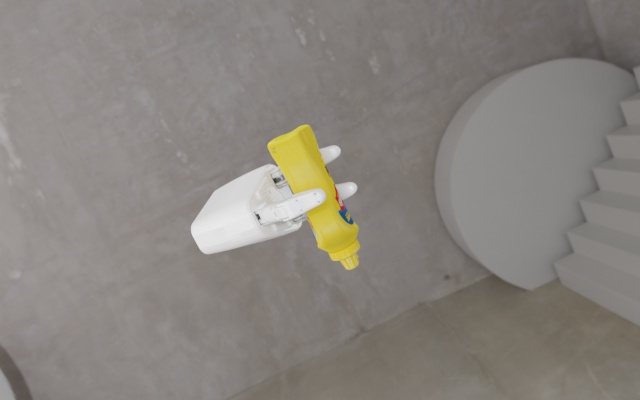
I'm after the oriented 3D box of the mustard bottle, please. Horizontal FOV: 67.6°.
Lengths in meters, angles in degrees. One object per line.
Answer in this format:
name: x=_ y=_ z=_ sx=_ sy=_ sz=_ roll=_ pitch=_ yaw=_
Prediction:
mustard bottle: x=0.000 y=0.002 z=0.603 sx=0.058 sy=0.192 sz=0.096 roll=-25 pitch=11 yaw=4
